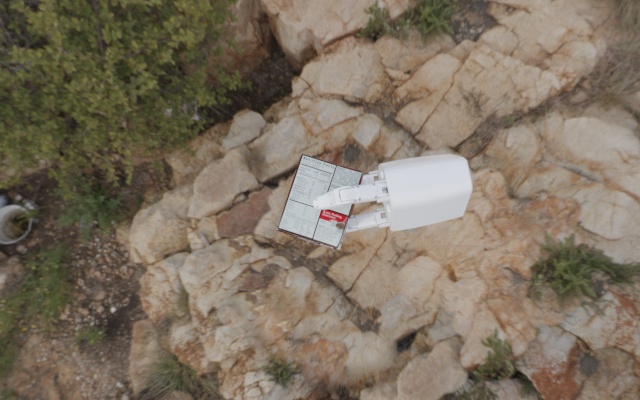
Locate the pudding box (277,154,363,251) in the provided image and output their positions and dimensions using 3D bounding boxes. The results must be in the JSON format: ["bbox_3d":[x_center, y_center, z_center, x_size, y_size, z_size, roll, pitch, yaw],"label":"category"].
[{"bbox_3d":[0.000,0.002,0.654,0.090,0.113,0.039,18,-7,6],"label":"pudding box"}]
